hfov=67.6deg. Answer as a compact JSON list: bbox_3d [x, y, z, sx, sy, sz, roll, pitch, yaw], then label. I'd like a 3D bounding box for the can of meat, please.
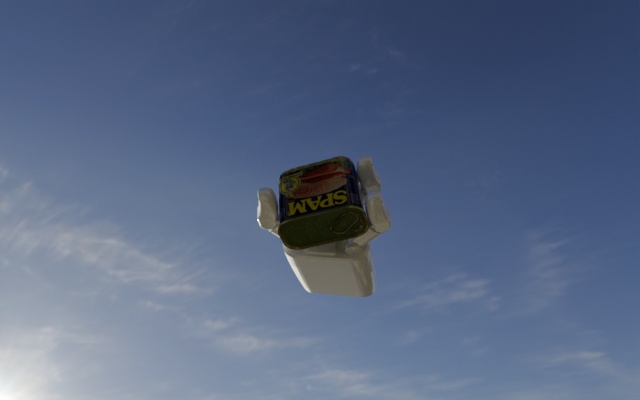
[{"bbox_3d":[0.000,0.002,0.564,0.102,0.083,0.057,-13,-41,8],"label":"can of meat"}]
